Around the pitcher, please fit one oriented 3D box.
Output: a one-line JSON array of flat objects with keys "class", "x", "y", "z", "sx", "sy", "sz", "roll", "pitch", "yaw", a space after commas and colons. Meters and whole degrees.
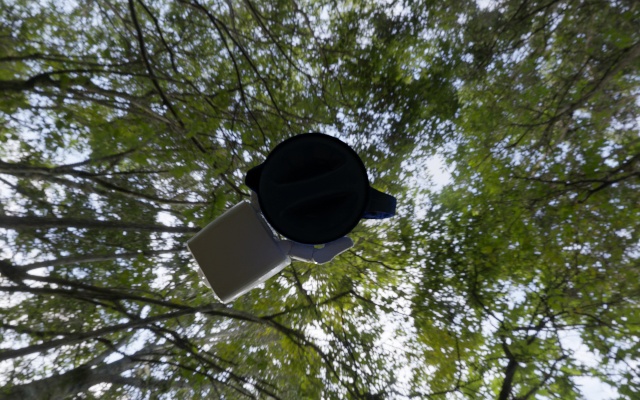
[{"class": "pitcher", "x": 0.000, "y": 0.002, "z": 0.668, "sx": 0.145, "sy": 0.149, "sz": 0.243, "roll": -36, "pitch": -5, "yaw": -5}]
